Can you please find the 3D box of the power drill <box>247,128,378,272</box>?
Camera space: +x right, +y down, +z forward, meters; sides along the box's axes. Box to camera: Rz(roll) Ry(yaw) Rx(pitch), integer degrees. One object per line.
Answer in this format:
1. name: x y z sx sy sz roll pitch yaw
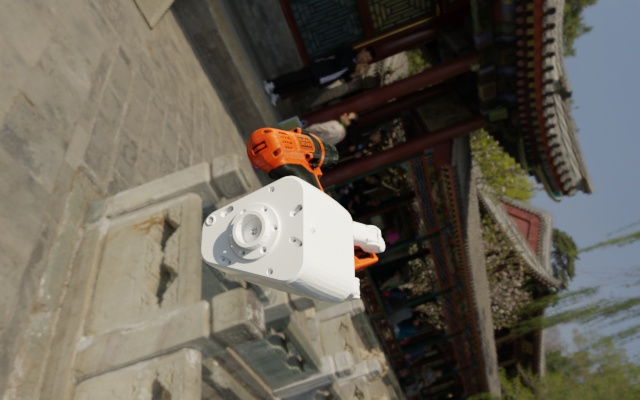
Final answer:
1. power drill: 0.000 0.002 0.581 0.057 0.187 0.184 -31 -12 25
